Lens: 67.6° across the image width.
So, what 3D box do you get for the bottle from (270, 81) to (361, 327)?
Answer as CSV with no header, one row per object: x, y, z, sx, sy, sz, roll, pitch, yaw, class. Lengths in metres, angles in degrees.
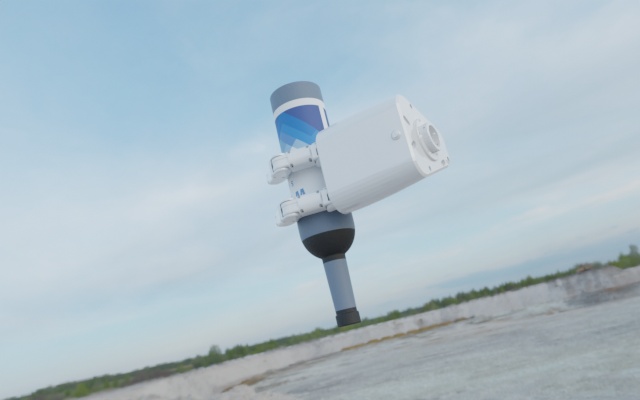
0.000,0.002,0.576,0.069,0.295,0.069,-12,-15,-3,bottle
